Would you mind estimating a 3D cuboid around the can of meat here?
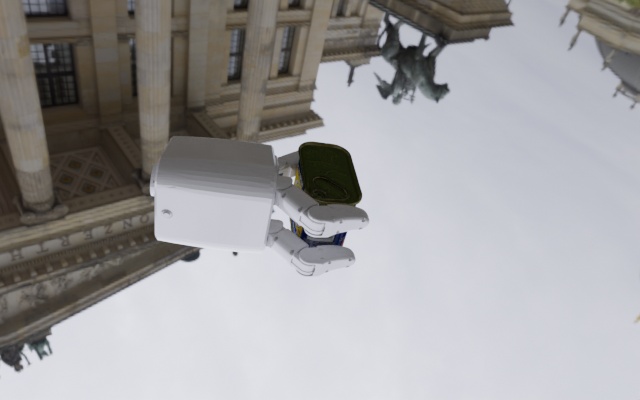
[{"bbox_3d":[0.000,0.002,0.501,0.057,0.084,0.102,5,38,-13],"label":"can of meat"}]
